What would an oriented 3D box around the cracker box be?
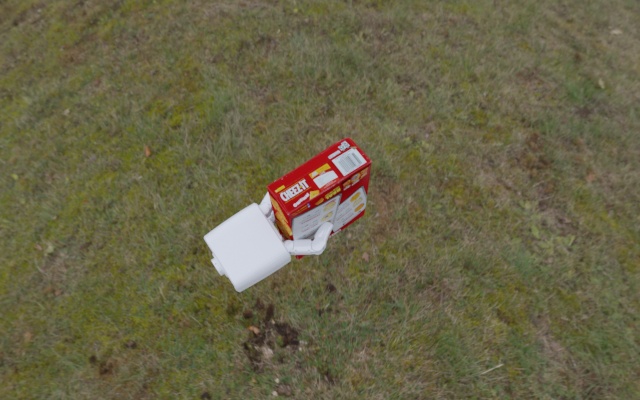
[{"bbox_3d":[0.000,0.003,0.845,0.164,0.072,0.214,-33,-22,-13],"label":"cracker box"}]
